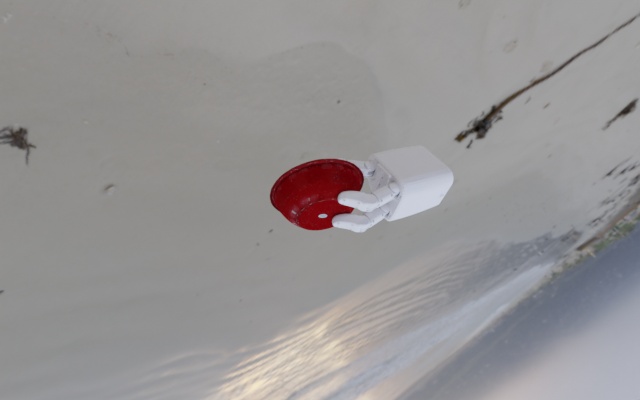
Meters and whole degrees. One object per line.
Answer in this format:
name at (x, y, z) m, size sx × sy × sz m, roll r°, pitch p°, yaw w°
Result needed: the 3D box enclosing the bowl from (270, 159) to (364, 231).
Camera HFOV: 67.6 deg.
bowl at (-0.001, 0.003, 0.786) m, size 0.162 × 0.055 × 0.162 m, roll -10°, pitch -33°, yaw -7°
